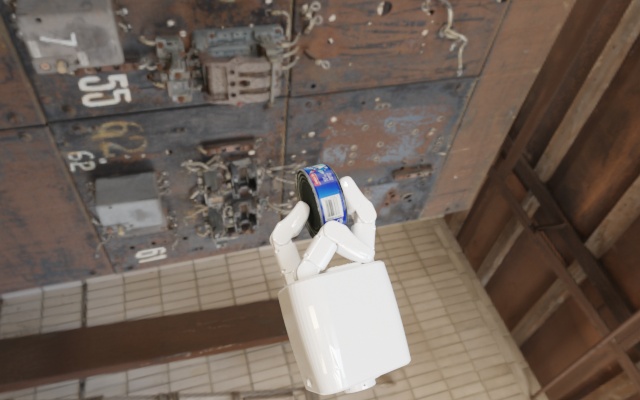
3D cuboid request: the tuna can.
[{"bbox_3d":[0.001,0.002,0.547,0.034,0.086,0.086,-16,4,-16],"label":"tuna can"}]
